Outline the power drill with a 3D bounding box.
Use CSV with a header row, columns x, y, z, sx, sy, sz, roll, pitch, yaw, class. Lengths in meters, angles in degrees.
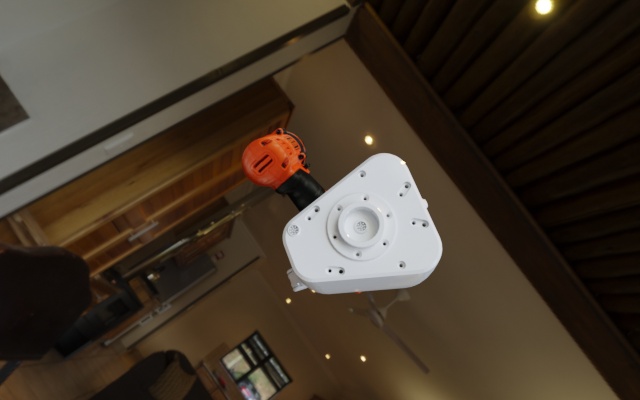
x,y,z,sx,sy,sz,roll,pitch,yaw,class
0.000,0.002,0.524,0.057,0.187,0.184,-43,4,12,power drill
